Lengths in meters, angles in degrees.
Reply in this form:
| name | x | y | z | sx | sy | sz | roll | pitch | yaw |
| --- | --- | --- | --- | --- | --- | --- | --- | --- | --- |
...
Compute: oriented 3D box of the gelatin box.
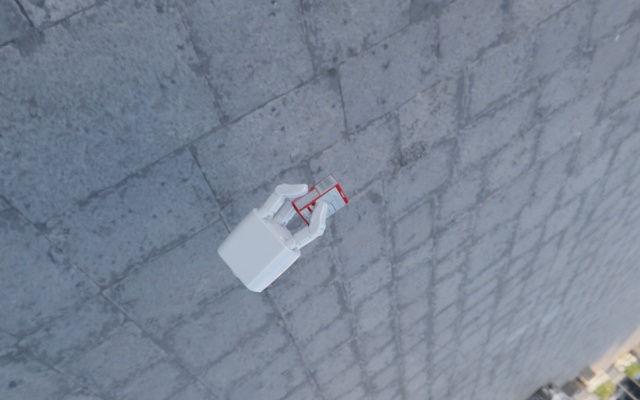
| name | x | y | z | sx | sy | sz | roll | pitch | yaw |
| --- | --- | --- | --- | --- | --- | --- | --- | --- | --- |
| gelatin box | 0.001 | 0.003 | 0.862 | 0.089 | 0.030 | 0.073 | -35 | -34 | 0 |
